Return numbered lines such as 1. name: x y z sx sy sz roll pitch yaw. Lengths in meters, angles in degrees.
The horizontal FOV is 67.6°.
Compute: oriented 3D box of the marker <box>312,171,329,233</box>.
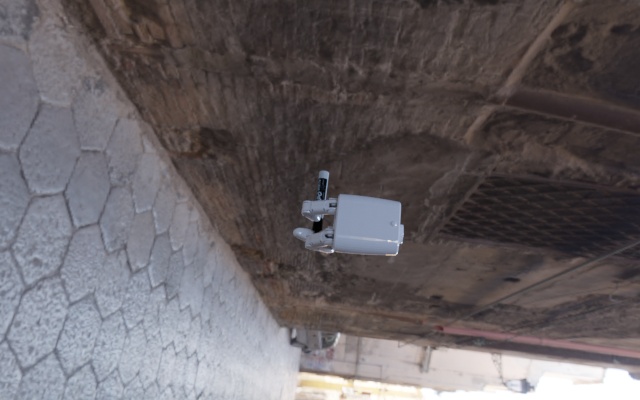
1. marker: 0.000 0.003 0.887 0.020 0.121 0.020 6 -20 2
